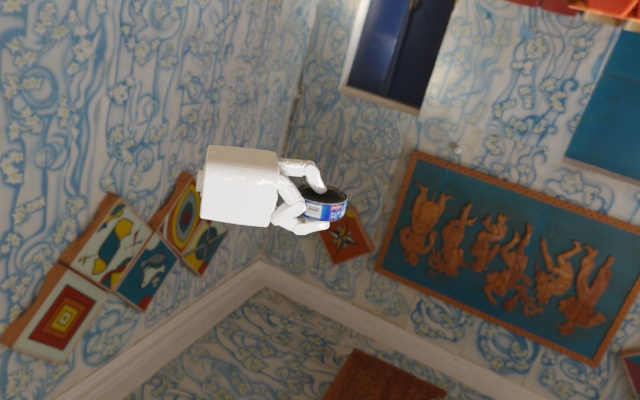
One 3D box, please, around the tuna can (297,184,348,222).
[{"bbox_3d":[0.000,0.003,0.790,0.086,0.034,0.086,8,22,-3],"label":"tuna can"}]
